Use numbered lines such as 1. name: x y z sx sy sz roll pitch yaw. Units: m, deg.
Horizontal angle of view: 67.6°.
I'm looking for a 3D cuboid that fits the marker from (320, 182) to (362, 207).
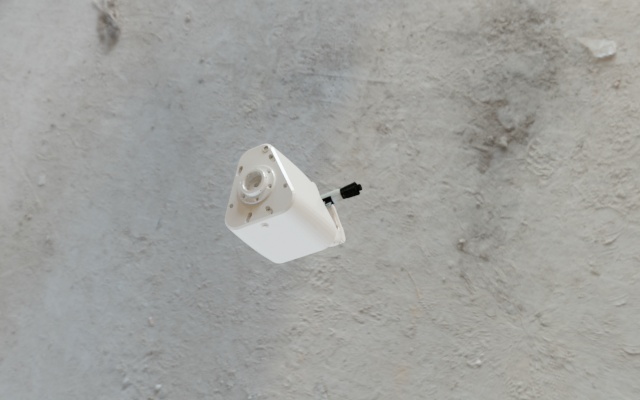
1. marker: 0.000 0.002 0.653 0.121 0.020 0.020 -21 -7 17
